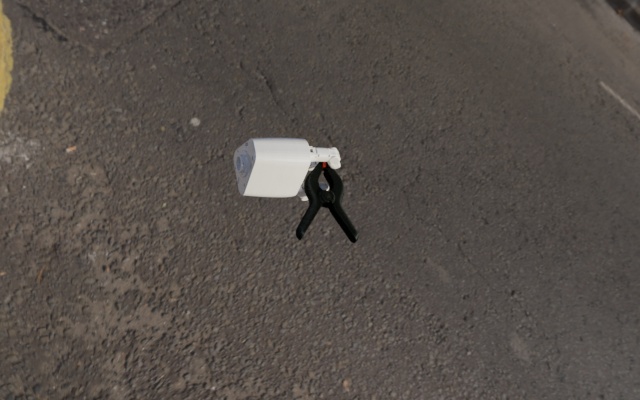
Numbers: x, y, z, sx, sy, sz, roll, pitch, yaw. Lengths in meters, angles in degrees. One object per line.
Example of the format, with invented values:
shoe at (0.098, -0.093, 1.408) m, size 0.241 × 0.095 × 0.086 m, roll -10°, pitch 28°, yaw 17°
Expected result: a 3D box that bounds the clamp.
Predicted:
clamp at (0.000, 0.003, 0.895) m, size 0.120 × 0.171 × 0.039 m, roll -1°, pitch -25°, yaw -28°
